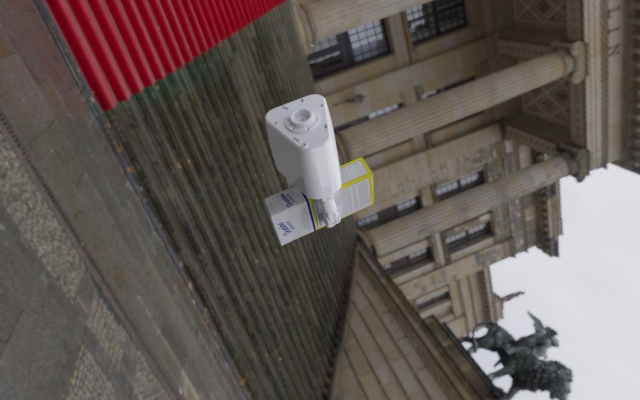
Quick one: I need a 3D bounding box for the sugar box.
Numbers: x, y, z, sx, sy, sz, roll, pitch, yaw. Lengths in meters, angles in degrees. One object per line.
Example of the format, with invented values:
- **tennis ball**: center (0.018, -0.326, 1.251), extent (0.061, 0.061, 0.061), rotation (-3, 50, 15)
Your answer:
- **sugar box**: center (0.000, 0.002, 0.785), extent (0.176, 0.048, 0.093), rotation (-21, -35, -7)
